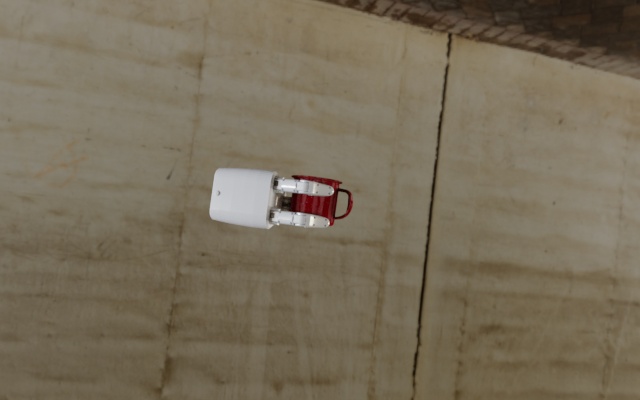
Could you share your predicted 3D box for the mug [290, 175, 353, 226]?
[{"bbox_3d":[0.002,0.003,0.854,0.117,0.081,0.093,7,-2,12],"label":"mug"}]
